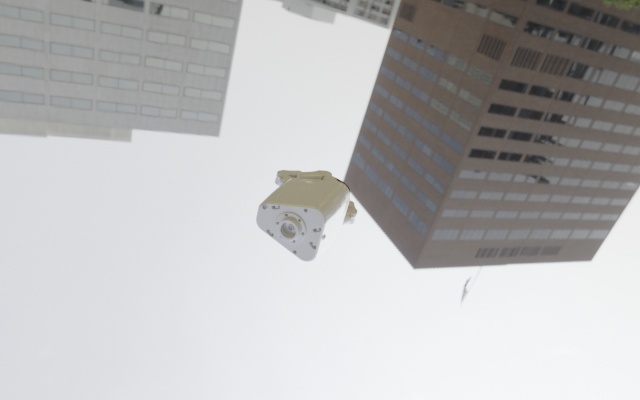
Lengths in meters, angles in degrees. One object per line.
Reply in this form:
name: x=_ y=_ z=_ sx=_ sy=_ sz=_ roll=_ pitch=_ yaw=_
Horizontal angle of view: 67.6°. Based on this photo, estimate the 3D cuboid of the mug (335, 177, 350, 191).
mug: x=0.001 y=0.002 z=0.840 sx=0.093 sy=0.081 sz=0.117 roll=24 pitch=26 yaw=13
